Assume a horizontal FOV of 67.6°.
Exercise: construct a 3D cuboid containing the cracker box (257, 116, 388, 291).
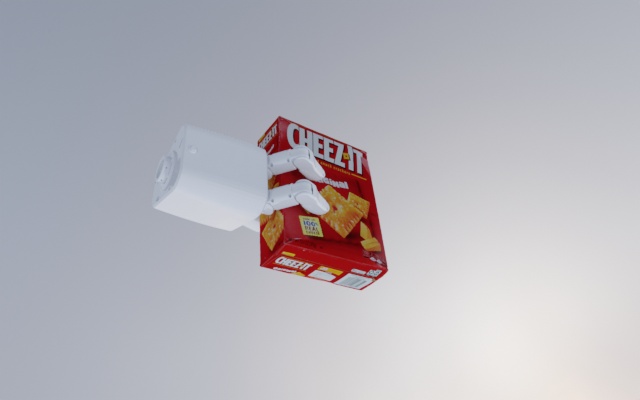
[{"bbox_3d":[0.000,0.002,0.661,0.164,0.213,0.072,19,-42,-30],"label":"cracker box"}]
